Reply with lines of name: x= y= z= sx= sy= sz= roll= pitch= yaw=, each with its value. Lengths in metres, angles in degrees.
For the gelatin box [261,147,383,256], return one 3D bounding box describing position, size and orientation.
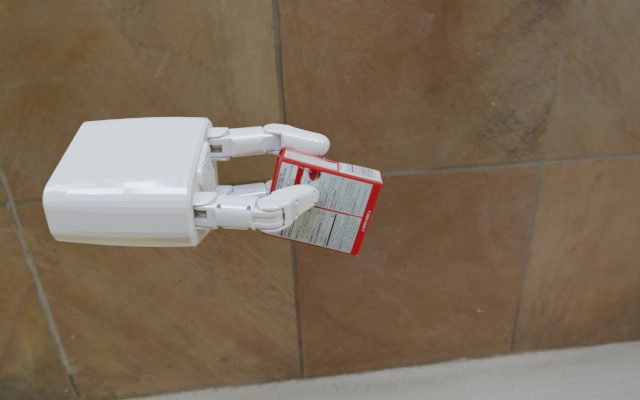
gelatin box: x=0.000 y=0.002 z=0.407 sx=0.089 sy=0.073 sz=0.030 roll=14 pitch=25 yaw=-4
